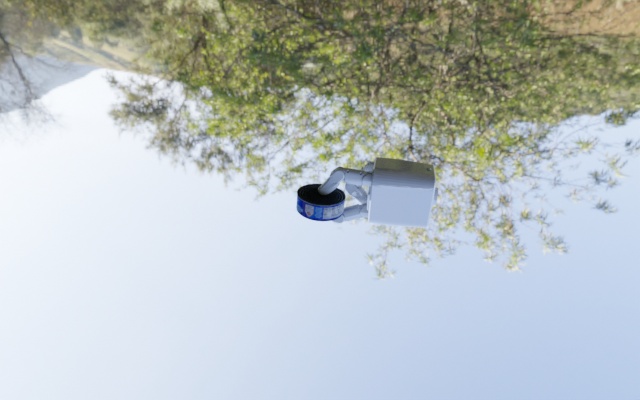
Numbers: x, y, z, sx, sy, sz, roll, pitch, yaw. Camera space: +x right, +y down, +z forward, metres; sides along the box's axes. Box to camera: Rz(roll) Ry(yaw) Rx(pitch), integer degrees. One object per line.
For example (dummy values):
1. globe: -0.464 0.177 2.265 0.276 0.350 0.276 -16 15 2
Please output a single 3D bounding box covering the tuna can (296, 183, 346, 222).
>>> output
1. tuna can: 0.000 0.003 0.840 0.086 0.034 0.086 5 27 -2
